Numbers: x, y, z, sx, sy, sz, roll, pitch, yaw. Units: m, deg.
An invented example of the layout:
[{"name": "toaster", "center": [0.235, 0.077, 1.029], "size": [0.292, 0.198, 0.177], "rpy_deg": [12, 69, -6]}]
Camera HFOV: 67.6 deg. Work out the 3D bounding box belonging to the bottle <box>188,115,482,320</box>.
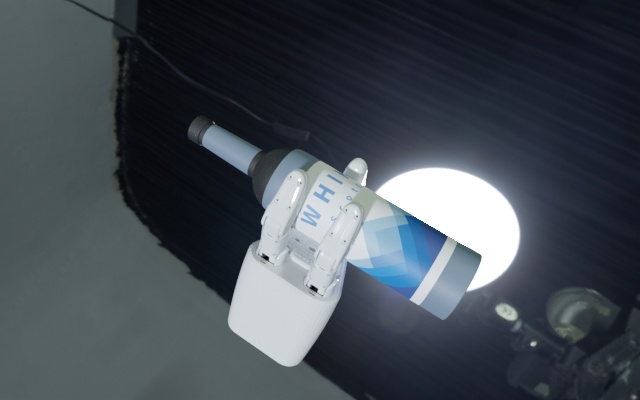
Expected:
[{"name": "bottle", "center": [0.000, 0.002, 0.445], "size": [0.295, 0.069, 0.069], "rpy_deg": [31, 7, 12]}]
